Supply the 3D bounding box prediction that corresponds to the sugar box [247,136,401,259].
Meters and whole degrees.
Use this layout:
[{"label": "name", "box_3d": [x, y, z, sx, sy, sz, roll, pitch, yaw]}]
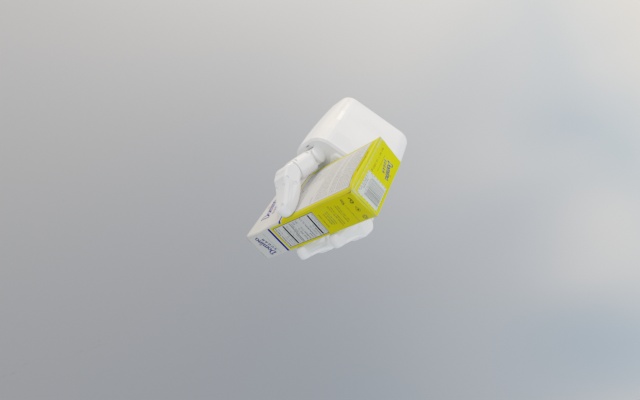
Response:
[{"label": "sugar box", "box_3d": [0.001, 0.002, 0.538, 0.176, 0.048, 0.093, -28, 22, 44]}]
